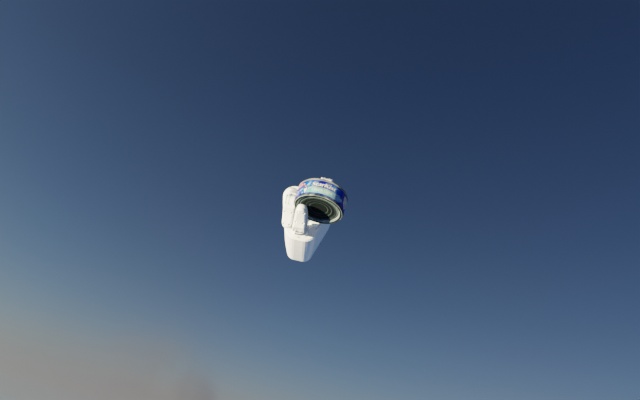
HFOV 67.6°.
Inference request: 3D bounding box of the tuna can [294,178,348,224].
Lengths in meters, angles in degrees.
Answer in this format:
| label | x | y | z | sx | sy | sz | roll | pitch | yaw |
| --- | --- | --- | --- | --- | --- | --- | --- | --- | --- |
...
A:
| label | x | y | z | sx | sy | sz | roll | pitch | yaw |
| --- | --- | --- | --- | --- | --- | --- | --- | --- | --- |
| tuna can | 0.000 | 0.003 | 0.792 | 0.086 | 0.033 | 0.086 | 12 | -33 | 8 |
